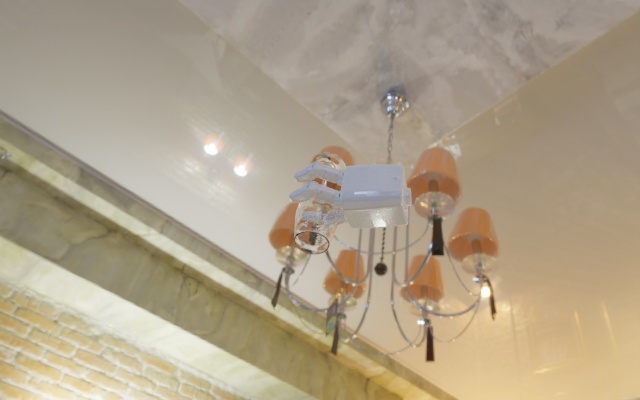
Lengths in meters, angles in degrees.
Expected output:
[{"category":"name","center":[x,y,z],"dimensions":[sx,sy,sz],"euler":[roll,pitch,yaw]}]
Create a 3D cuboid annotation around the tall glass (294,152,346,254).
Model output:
[{"category":"tall glass","center":[0.000,0.002,0.886],"dimensions":[0.079,0.200,0.079],"euler":[7,-44,6]}]
